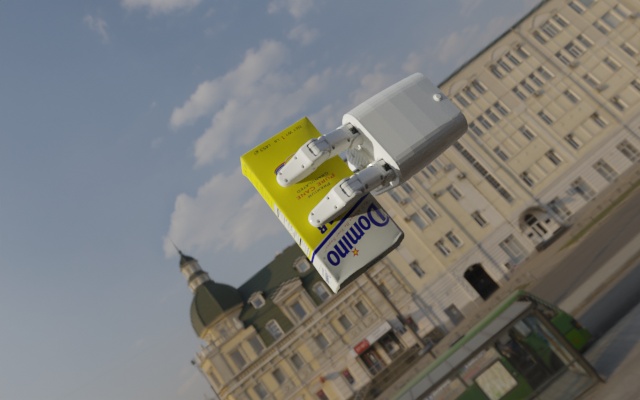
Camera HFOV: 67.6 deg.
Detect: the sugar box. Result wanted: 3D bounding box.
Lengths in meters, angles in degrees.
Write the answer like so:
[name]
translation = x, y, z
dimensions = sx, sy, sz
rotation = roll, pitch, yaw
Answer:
[sugar box]
translation = 0.000, 0.001, 0.520
dimensions = 0.093, 0.176, 0.048
rotation = -35, -18, -16
